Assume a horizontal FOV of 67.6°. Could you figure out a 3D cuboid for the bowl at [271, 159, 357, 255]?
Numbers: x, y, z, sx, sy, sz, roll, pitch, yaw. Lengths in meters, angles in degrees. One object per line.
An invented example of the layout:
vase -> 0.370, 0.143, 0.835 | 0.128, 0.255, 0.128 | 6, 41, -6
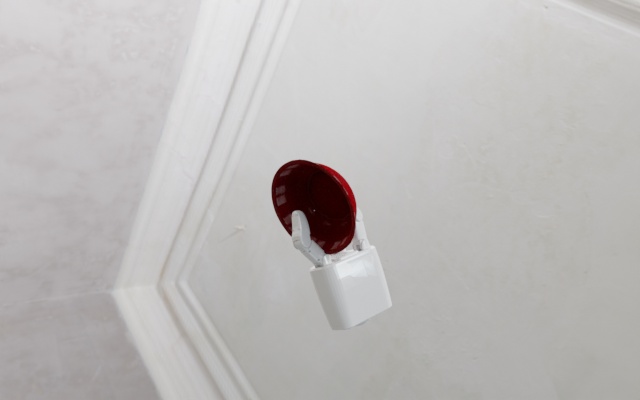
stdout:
bowl -> 0.000, 0.001, 0.753 | 0.162, 0.162, 0.055 | 0, 25, 40
